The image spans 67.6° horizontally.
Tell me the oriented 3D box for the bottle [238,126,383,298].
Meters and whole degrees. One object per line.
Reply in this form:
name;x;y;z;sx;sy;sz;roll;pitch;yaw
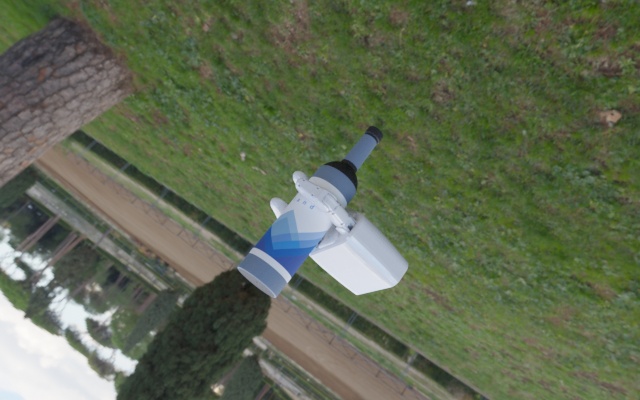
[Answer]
bottle;0.000;0.002;0.691;0.069;0.295;0.069;33;-20;14
